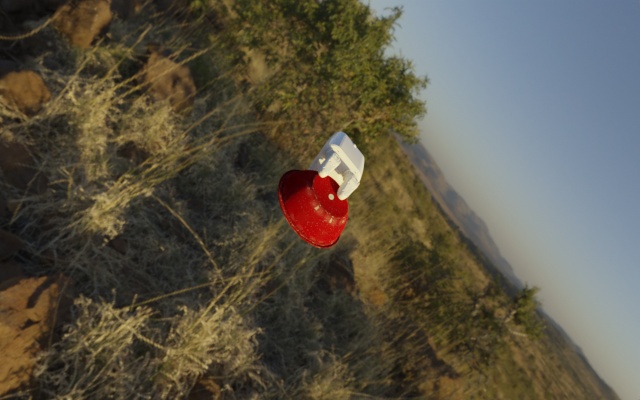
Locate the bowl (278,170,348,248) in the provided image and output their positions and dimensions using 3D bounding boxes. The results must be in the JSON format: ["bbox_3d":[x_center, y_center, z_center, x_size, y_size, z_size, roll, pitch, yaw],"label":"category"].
[{"bbox_3d":[0.000,0.004,0.867,0.055,0.162,0.162,-32,-19,34],"label":"bowl"}]
